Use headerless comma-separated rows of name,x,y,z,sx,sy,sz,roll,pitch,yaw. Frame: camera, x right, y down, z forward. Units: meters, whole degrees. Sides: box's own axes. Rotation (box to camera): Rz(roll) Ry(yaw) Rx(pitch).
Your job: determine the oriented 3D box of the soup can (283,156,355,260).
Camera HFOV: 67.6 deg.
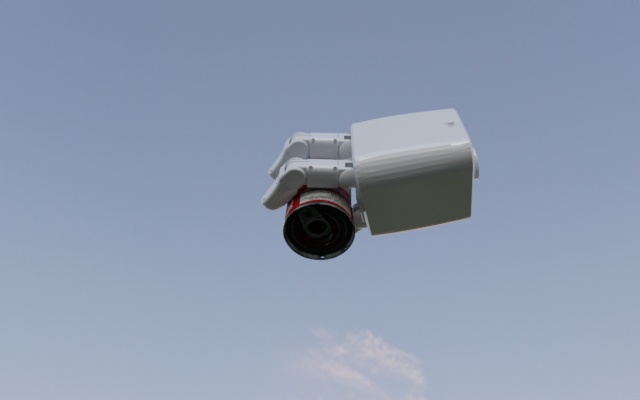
soup can,0.000,0.002,0.487,0.068,0.069,0.102,0,35,2
